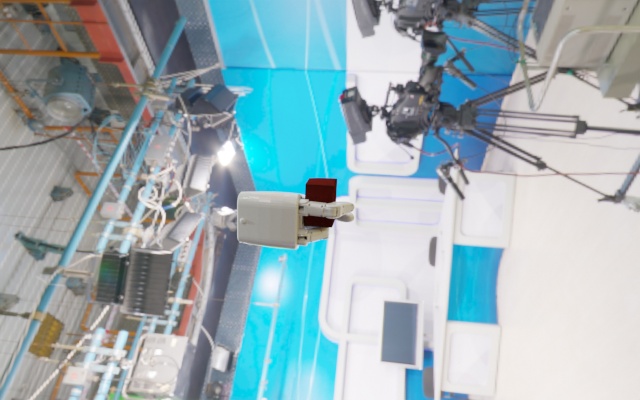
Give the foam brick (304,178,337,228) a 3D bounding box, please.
[{"bbox_3d":[0.000,0.002,0.838,0.051,0.078,0.053,5,16,7],"label":"foam brick"}]
